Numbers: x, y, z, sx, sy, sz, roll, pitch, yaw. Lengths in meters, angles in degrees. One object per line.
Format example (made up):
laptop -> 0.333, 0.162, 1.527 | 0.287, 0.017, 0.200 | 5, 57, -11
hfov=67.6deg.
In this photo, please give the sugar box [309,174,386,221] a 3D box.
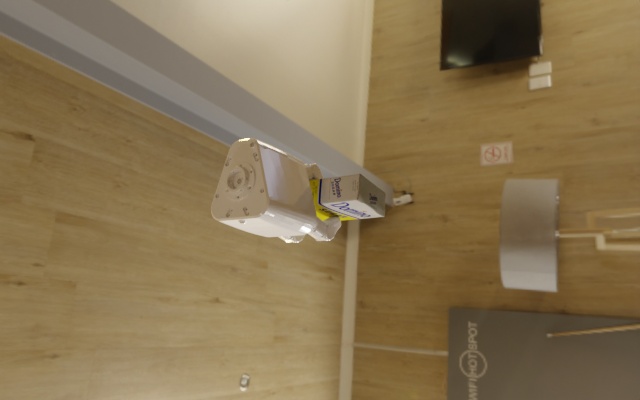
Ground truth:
sugar box -> 0.000, 0.003, 0.724 | 0.176, 0.048, 0.093 | -4, -19, 31
